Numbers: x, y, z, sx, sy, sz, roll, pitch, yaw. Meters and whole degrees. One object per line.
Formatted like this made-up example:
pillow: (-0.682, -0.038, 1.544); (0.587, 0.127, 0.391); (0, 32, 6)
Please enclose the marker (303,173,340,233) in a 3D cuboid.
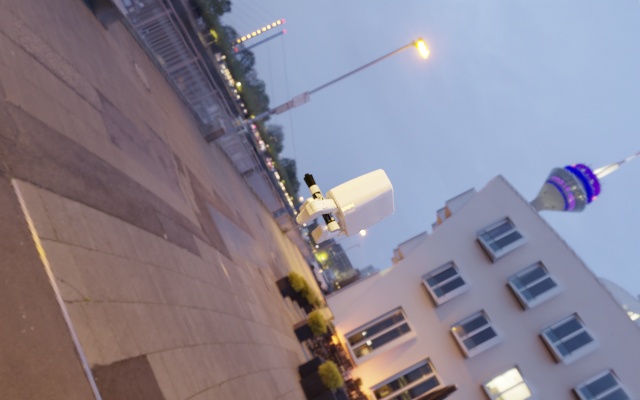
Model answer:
marker: (0.000, 0.003, 0.871); (0.020, 0.121, 0.020); (-25, -16, -8)
